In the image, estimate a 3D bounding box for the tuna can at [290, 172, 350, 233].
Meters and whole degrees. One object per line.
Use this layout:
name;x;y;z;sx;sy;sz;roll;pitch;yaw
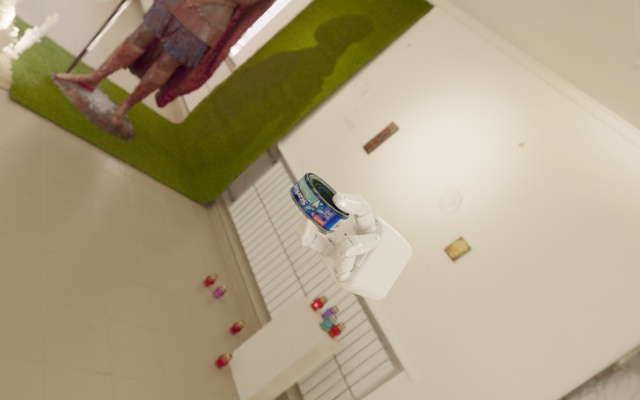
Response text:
tuna can;0.000;0.002;0.658;0.034;0.086;0.086;-44;-14;15
